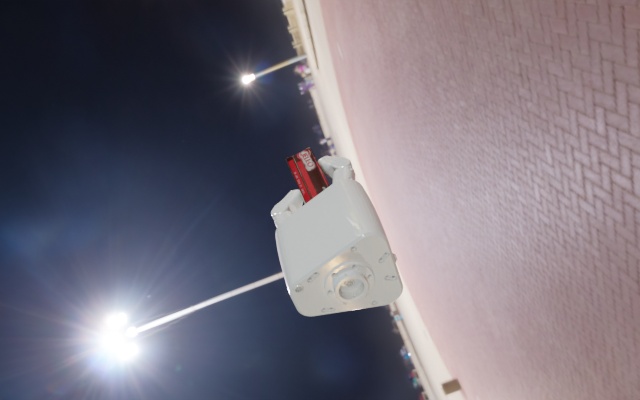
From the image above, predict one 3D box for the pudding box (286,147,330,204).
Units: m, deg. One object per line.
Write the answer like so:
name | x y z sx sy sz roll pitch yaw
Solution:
pudding box | 0.000 0.002 0.597 0.039 0.090 0.114 -23 -31 -1
